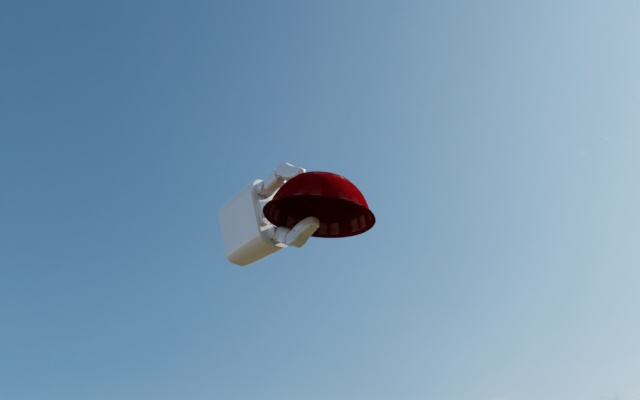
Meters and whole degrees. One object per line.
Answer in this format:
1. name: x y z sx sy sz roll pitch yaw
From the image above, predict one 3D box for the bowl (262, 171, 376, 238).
1. bowl: 0.001 0.002 0.692 0.162 0.055 0.162 5 -24 2
